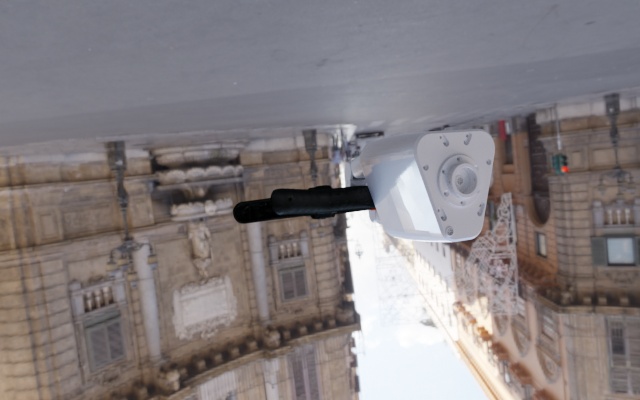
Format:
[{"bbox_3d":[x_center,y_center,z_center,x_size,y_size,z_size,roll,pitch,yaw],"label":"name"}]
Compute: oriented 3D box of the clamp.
[{"bbox_3d":[0.000,0.002,0.515,0.171,0.039,0.120,-8,2,-21],"label":"clamp"}]
